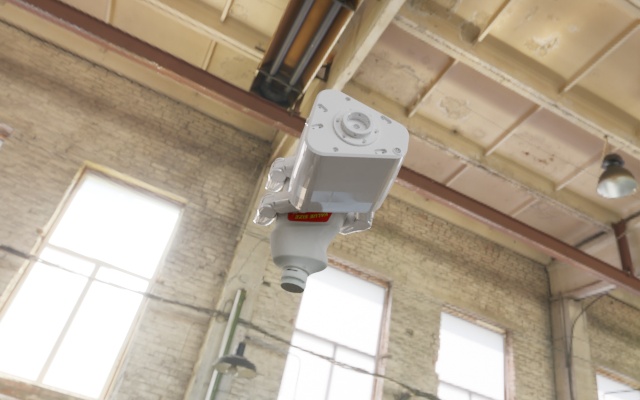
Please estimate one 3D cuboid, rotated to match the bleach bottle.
[{"bbox_3d":[0.000,0.002,0.621,0.102,0.250,0.068,15,-33,-2],"label":"bleach bottle"}]
